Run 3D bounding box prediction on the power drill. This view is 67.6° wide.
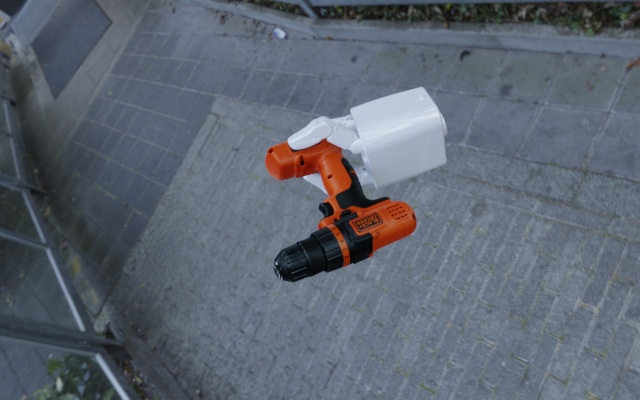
[{"bbox_3d":[0.000,0.002,0.602,0.184,0.187,0.057,-19,-34,-20],"label":"power drill"}]
